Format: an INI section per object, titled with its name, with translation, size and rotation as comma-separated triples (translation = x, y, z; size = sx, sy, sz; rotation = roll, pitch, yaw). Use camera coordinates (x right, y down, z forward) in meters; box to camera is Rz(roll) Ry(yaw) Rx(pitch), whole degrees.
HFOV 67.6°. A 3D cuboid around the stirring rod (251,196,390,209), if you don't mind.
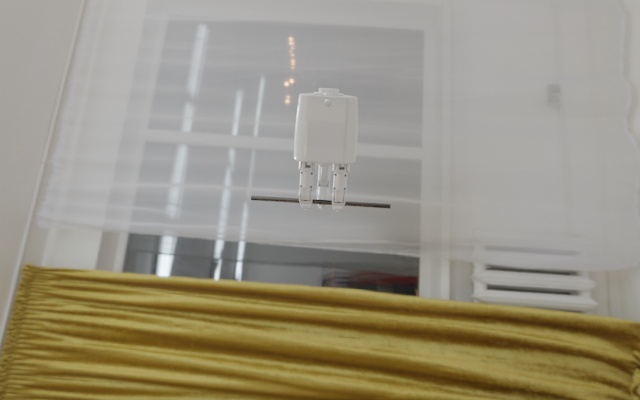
[stirring rod]
translation = 0.000, 0.003, 0.825
size = 0.239, 0.011, 0.011
rotation = 3, 0, 1
